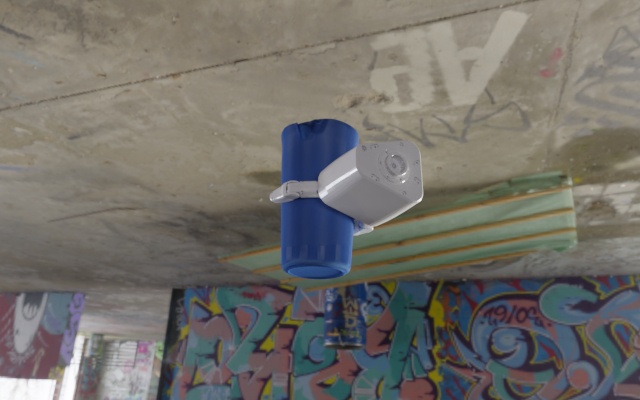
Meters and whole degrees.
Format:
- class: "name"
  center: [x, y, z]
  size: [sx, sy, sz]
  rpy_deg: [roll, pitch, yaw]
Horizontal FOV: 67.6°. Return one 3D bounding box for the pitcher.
- class: "pitcher"
  center: [0.000, 0.002, 0.784]
  size: [0.149, 0.242, 0.145]
  rpy_deg: [12, -24, -25]
